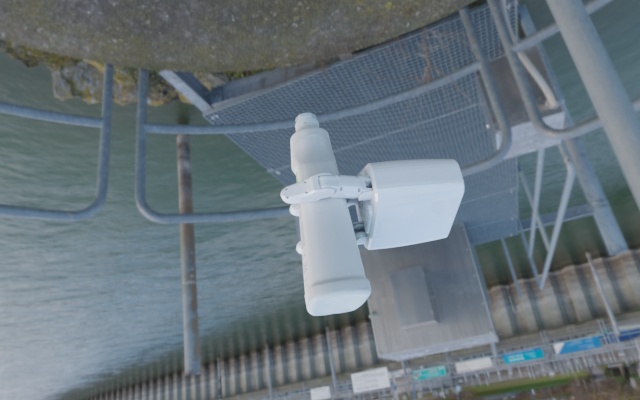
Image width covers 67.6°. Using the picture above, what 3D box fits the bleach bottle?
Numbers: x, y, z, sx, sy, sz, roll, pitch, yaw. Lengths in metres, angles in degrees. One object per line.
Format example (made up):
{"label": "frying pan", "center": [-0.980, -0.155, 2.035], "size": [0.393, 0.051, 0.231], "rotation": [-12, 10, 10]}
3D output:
{"label": "bleach bottle", "center": [0.000, 0.002, 0.569], "size": [0.068, 0.250, 0.103], "rotation": [-6, -24, -8]}
